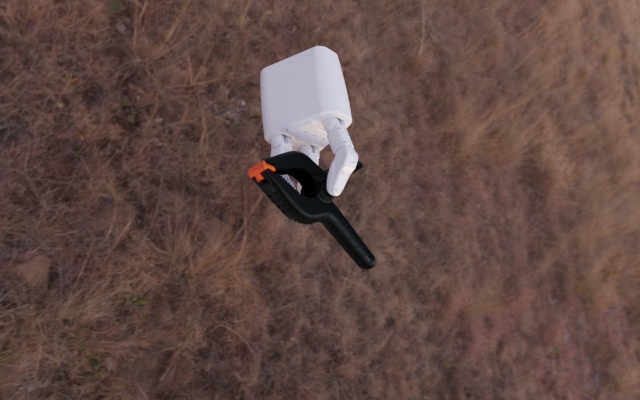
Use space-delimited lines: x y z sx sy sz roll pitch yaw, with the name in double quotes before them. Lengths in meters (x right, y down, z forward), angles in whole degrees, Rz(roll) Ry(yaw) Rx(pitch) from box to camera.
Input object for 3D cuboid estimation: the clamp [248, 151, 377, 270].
"clamp" 0.000 0.001 0.603 0.036 0.164 0.210 -27 -27 35
